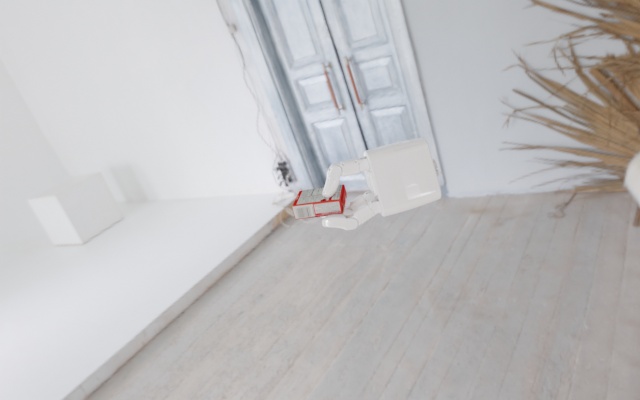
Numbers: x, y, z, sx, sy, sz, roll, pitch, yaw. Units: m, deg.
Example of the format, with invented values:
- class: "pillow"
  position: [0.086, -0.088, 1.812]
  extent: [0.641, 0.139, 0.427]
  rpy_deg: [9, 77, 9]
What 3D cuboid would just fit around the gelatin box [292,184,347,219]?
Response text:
- class: "gelatin box"
  position: [0.000, 0.002, 0.853]
  extent: [0.089, 0.030, 0.073]
  rpy_deg: [-7, 22, 11]
